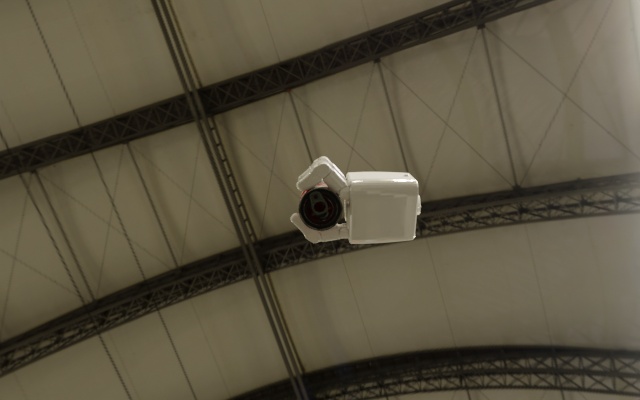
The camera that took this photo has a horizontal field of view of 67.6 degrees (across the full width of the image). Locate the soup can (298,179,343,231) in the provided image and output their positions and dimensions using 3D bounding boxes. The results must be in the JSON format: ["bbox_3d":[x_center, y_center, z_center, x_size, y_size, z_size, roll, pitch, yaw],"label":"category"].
[{"bbox_3d":[0.000,0.003,0.776,0.068,0.068,0.102,0,13,0],"label":"soup can"}]
